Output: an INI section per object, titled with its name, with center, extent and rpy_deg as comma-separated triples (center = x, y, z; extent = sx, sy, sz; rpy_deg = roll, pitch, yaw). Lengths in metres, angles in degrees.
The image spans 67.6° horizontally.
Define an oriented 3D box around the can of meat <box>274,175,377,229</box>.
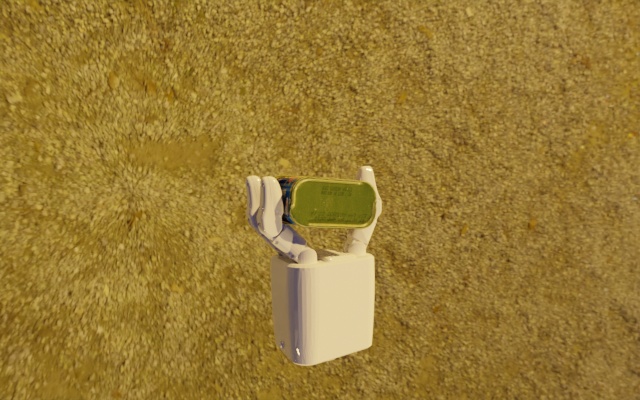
[can of meat]
center = 0.000, 0.002, 0.522
extent = 0.102, 0.057, 0.084
rpy_deg = 2, 2, -22
